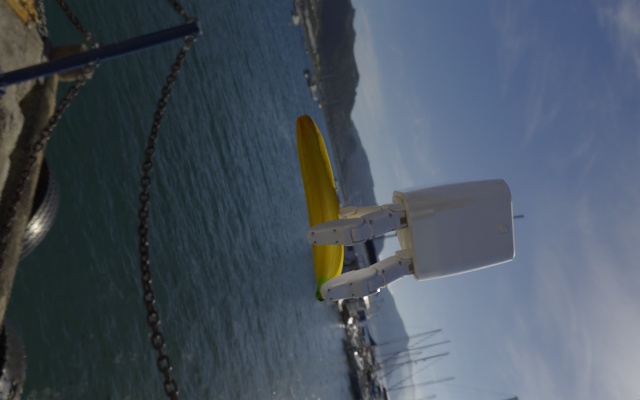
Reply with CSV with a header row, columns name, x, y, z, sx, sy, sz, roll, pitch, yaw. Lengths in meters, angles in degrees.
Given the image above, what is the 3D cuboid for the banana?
name,x,y,z,sx,sy,sz,roll,pitch,yaw
banana,0.001,0.007,0.529,0.037,0.198,0.069,-8,-5,2
